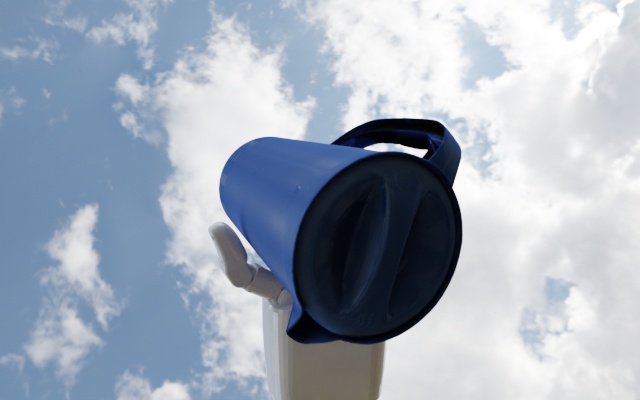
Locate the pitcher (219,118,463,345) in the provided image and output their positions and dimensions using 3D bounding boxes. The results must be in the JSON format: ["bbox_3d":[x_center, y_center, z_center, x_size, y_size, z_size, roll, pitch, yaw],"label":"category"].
[{"bbox_3d":[0.000,0.002,0.415,0.149,0.145,0.242,-8,17,-25],"label":"pitcher"}]
